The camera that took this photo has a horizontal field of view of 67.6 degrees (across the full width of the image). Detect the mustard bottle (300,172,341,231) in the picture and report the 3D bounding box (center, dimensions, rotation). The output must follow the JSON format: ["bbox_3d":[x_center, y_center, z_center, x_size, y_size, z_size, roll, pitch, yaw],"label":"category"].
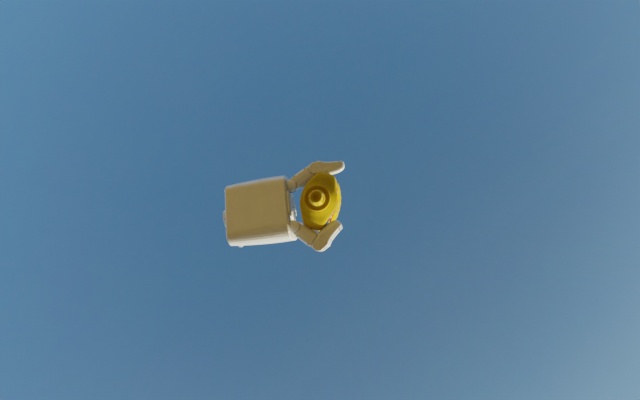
[{"bbox_3d":[0.000,0.003,0.802,0.058,0.096,0.191,17,-3,6],"label":"mustard bottle"}]
